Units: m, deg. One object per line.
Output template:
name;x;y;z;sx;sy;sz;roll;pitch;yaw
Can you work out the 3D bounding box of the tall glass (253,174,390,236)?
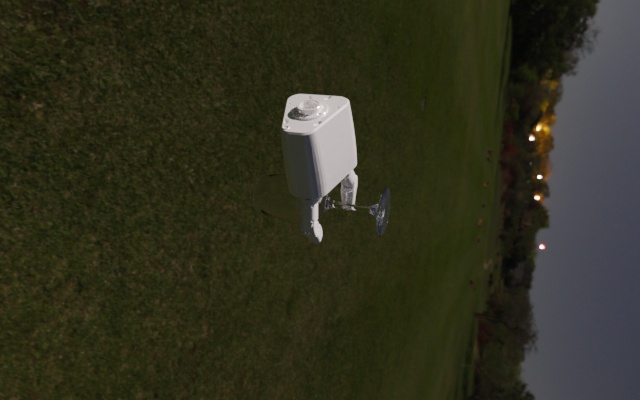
tall glass;0.001;0.003;0.730;0.201;0.079;0.079;8;3;19
